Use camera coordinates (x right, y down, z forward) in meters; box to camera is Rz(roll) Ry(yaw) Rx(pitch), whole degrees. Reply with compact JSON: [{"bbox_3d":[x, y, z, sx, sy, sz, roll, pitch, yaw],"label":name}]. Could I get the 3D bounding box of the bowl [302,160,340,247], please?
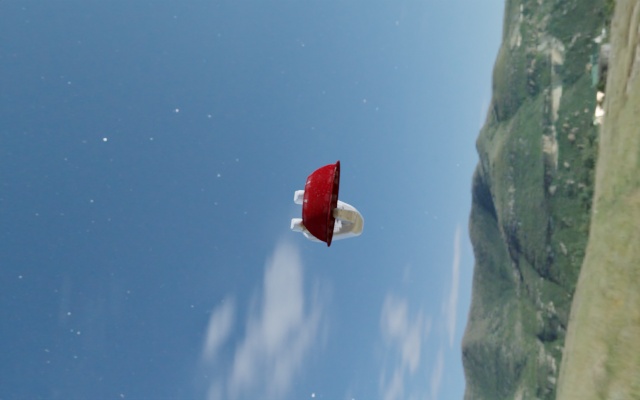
[{"bbox_3d":[0.000,0.002,0.881,0.055,0.162,0.162,7,1,5],"label":"bowl"}]
